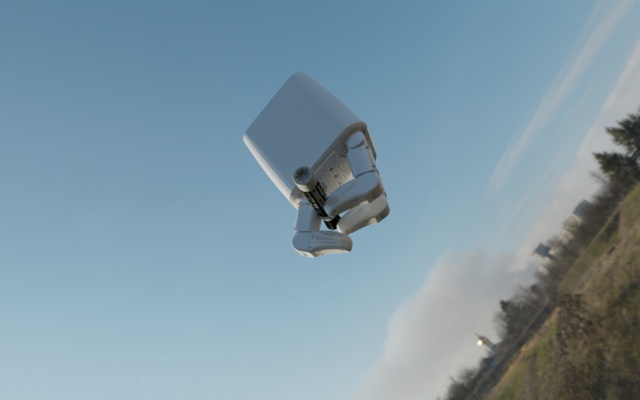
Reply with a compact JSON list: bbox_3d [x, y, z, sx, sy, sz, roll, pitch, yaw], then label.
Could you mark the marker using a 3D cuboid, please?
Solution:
[{"bbox_3d":[0.000,0.002,0.471,0.020,0.020,0.121,0,-23,17],"label":"marker"}]
